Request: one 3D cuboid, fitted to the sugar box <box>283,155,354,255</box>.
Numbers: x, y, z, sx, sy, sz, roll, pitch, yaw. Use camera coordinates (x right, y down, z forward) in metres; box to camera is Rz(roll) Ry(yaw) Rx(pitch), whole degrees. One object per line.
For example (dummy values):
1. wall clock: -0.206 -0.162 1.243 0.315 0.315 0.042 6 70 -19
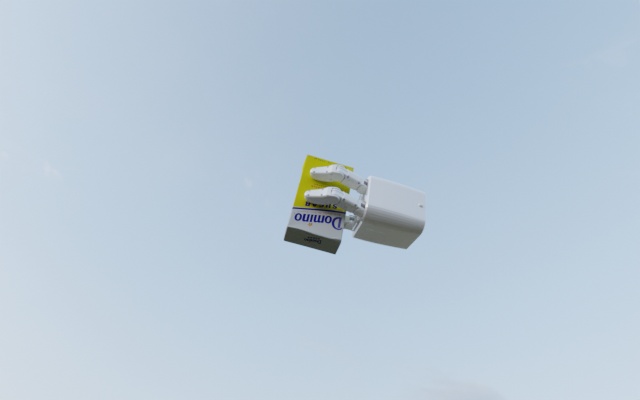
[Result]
1. sugar box: 0.000 0.002 0.828 0.093 0.176 0.048 15 -44 -4
